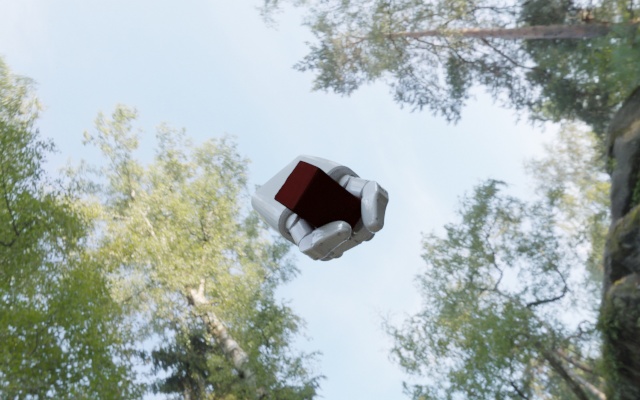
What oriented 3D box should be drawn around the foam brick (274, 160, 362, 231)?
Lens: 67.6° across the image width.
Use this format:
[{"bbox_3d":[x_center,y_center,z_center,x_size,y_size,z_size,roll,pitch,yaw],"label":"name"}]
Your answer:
[{"bbox_3d":[0.000,0.001,0.511,0.078,0.053,0.051,37,-4,-32],"label":"foam brick"}]
